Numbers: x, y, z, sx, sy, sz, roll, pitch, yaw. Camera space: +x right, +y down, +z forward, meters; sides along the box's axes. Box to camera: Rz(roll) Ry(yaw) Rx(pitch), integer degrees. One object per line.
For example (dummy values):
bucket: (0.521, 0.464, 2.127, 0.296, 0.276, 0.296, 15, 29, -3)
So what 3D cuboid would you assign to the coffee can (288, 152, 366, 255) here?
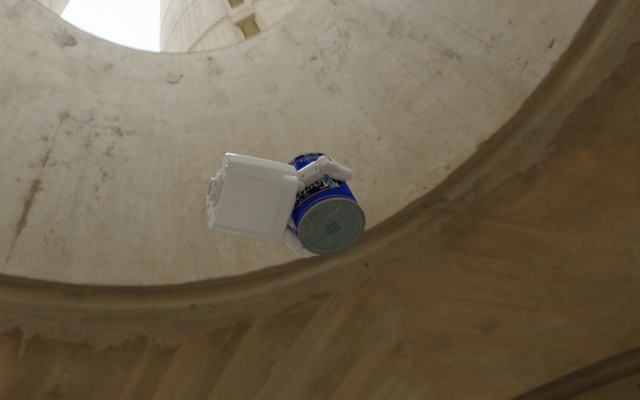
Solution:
coffee can: (0.000, 0.003, 0.751, 0.103, 0.103, 0.140, 0, 34, -18)
